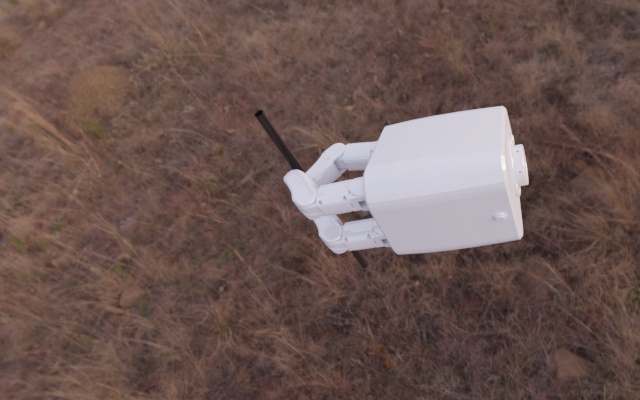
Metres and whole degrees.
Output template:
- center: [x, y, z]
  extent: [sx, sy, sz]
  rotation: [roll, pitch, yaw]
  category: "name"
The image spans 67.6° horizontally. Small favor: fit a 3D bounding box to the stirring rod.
- center: [0.000, 0.002, 0.476]
  extent: [0.011, 0.011, 0.240]
  rotation: [0, -38, 33]
  category: "stirring rod"
